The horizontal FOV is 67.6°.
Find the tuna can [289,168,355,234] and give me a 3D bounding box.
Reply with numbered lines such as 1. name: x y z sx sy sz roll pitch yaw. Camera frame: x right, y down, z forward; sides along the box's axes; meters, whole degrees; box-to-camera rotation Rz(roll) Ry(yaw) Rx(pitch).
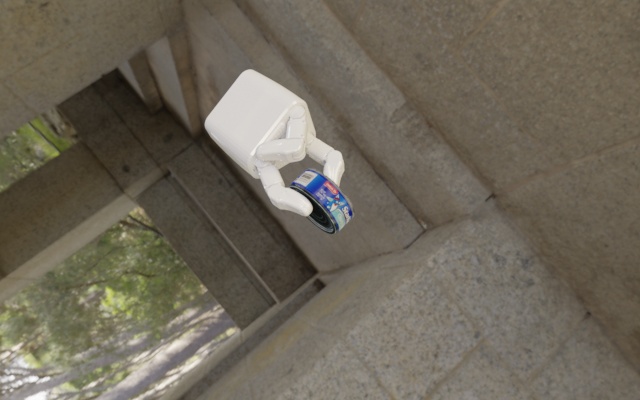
1. tuna can: 0.000 0.002 0.600 0.033 0.086 0.086 -44 16 -18
